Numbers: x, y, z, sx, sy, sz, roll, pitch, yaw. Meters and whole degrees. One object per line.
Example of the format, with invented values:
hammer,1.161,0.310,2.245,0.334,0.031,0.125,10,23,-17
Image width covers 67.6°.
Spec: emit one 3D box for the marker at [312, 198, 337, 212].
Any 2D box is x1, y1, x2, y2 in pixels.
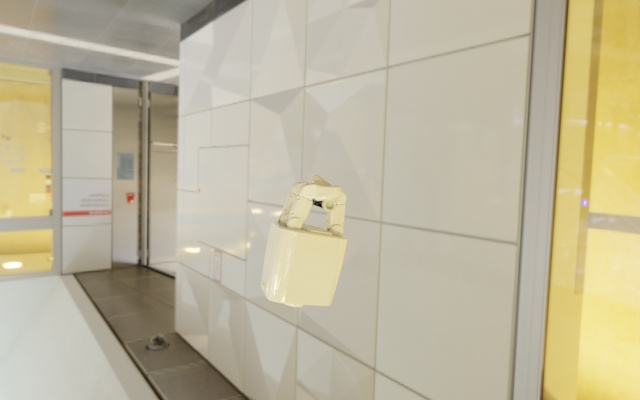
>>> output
marker,0.000,0.002,0.741,0.020,0.020,0.121,0,4,-14
